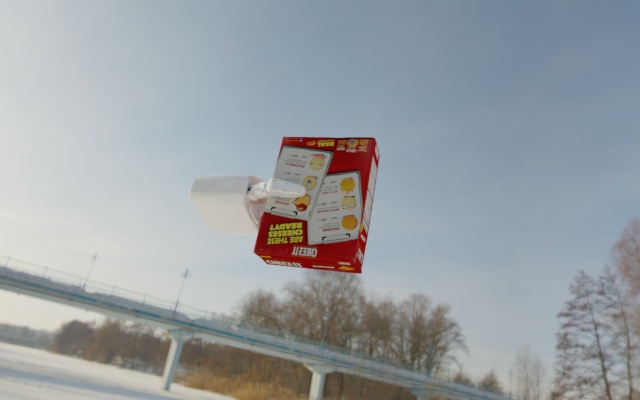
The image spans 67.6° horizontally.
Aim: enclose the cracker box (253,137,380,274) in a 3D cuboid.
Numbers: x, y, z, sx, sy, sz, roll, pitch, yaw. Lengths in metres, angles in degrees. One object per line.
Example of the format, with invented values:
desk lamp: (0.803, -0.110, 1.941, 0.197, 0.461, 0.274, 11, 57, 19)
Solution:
cracker box: (0.000, 0.002, 0.774, 0.164, 0.213, 0.072, 3, -24, 19)
